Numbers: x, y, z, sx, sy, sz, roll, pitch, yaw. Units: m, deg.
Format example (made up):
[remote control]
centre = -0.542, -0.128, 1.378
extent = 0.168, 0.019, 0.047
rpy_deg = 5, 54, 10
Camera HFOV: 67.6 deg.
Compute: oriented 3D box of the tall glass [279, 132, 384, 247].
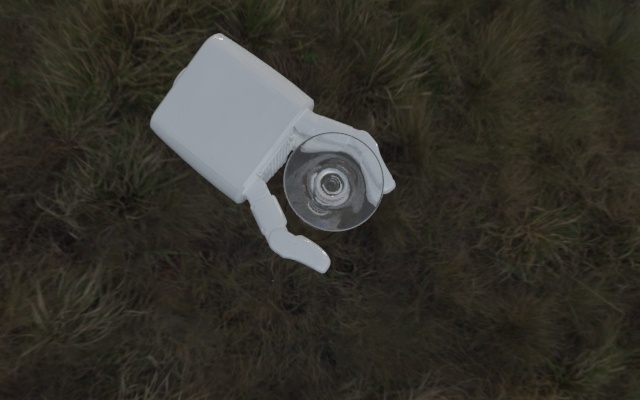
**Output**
[tall glass]
centre = 0.000, 0.001, 0.445
extent = 0.079, 0.079, 0.201
rpy_deg = 0, -10, -6
